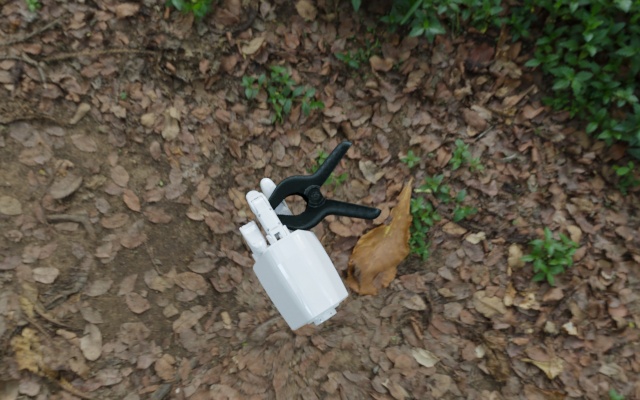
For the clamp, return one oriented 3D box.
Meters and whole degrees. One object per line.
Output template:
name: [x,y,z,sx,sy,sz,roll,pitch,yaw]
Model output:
clamp: [0.000,0.002,0.672,0.171,0.120,0.039,-31,-10,-10]
